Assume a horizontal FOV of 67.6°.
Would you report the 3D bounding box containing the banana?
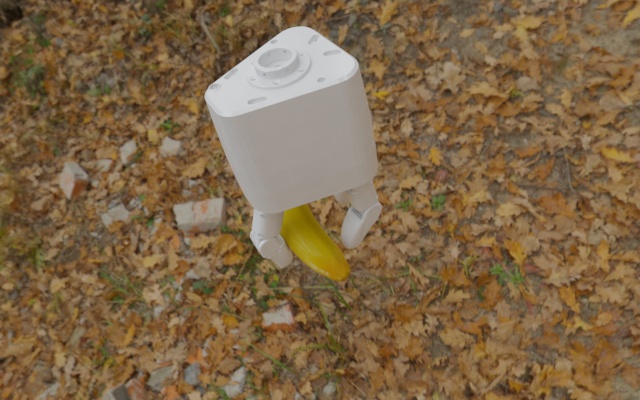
[{"bbox_3d":[-0.019,0.002,0.490,0.069,0.197,0.037,-9,-44,-1],"label":"banana"}]
